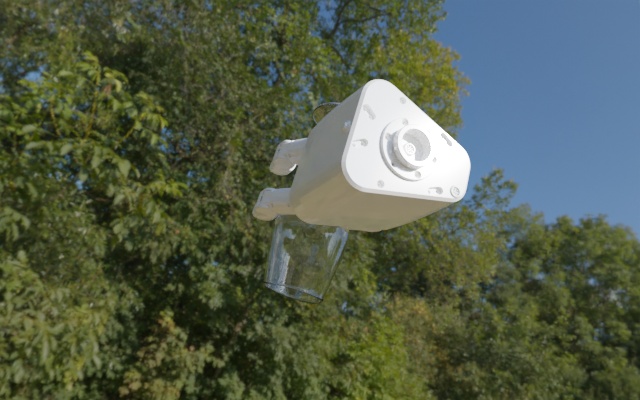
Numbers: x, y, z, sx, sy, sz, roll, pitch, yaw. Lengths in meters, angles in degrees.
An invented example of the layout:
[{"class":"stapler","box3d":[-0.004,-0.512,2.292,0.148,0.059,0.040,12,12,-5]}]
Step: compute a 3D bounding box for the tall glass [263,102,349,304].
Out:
[{"class":"tall glass","box3d":[0.000,0.001,0.500,0.079,0.201,0.079,15,-20,6]}]
